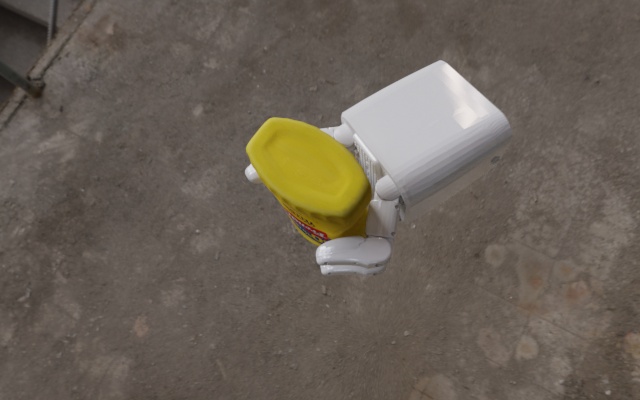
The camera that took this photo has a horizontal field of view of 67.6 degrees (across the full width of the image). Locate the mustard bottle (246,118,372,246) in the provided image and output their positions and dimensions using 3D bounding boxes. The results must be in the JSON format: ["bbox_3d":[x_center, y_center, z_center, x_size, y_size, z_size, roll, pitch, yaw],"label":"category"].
[{"bbox_3d":[0.000,0.002,0.423,0.096,0.058,0.192,33,-10,15],"label":"mustard bottle"}]
